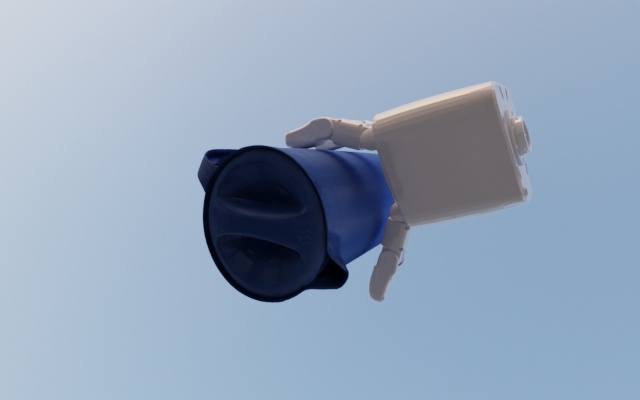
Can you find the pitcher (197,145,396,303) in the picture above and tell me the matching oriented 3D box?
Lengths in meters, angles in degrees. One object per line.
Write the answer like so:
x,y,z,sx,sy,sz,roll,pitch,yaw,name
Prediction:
0.000,0.002,0.499,0.145,0.149,0.243,-14,-1,31,pitcher
